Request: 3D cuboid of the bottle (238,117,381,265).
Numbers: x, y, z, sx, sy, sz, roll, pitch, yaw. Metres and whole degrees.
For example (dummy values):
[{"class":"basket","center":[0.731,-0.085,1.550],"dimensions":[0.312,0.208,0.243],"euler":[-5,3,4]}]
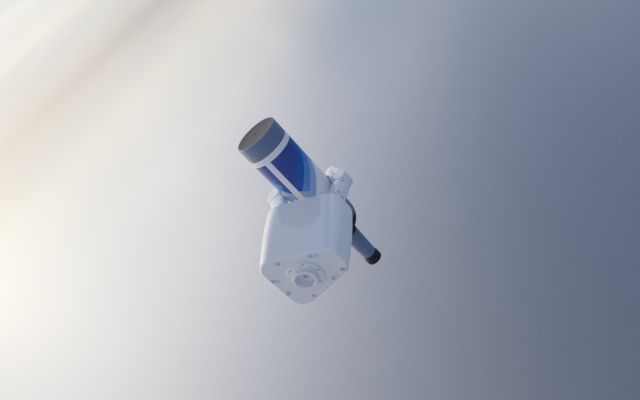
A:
[{"class":"bottle","center":[0.000,0.002,0.724],"dimensions":[0.069,0.069,0.296],"euler":[0,-40,52]}]
